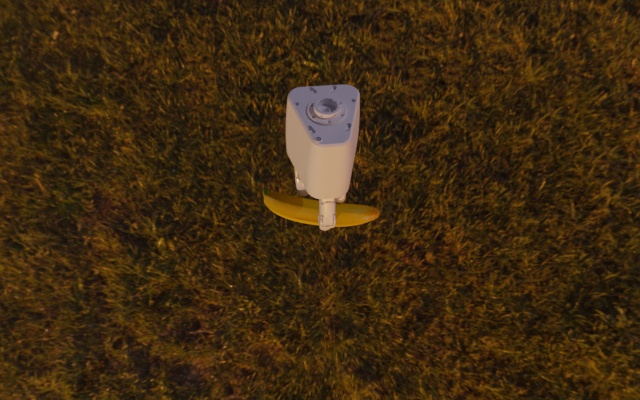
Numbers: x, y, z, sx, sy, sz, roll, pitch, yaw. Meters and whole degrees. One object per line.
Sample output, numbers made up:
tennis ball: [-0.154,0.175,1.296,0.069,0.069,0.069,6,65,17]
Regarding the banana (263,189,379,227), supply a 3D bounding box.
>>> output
banana: [-0.008,0.011,0.751,0.198,0.037,0.069,12,34,10]
